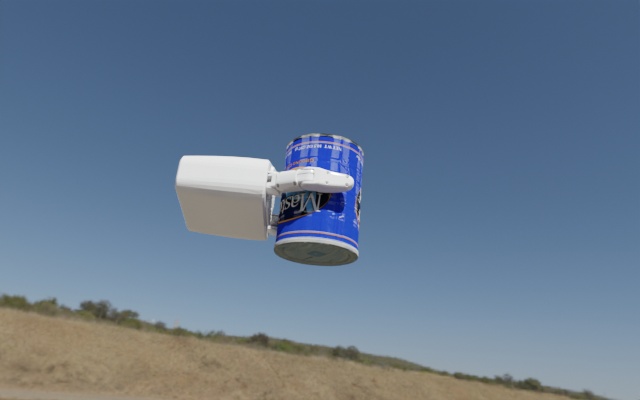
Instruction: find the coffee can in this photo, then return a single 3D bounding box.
[{"bbox_3d":[0.000,0.002,0.603,0.103,0.140,0.103,4,-22,2],"label":"coffee can"}]
